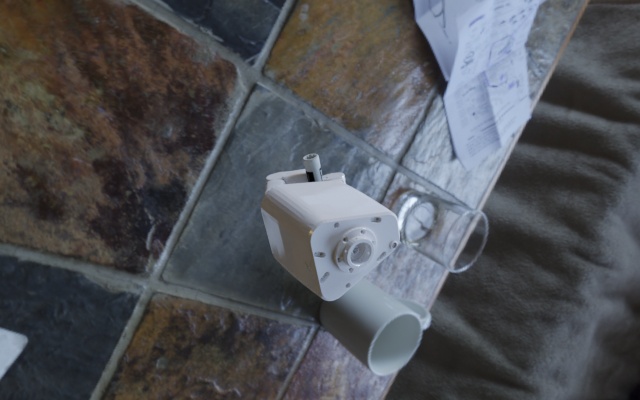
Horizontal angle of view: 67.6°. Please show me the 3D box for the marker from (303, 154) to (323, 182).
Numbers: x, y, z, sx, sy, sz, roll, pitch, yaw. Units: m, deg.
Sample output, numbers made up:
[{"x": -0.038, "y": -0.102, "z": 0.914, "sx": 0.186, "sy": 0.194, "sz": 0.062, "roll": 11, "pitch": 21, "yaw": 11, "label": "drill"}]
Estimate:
[{"x": 0.000, "y": 0.002, "z": 0.582, "sx": 0.020, "sy": 0.121, "sz": 0.020, "roll": -10, "pitch": 26, "yaw": 5, "label": "marker"}]
